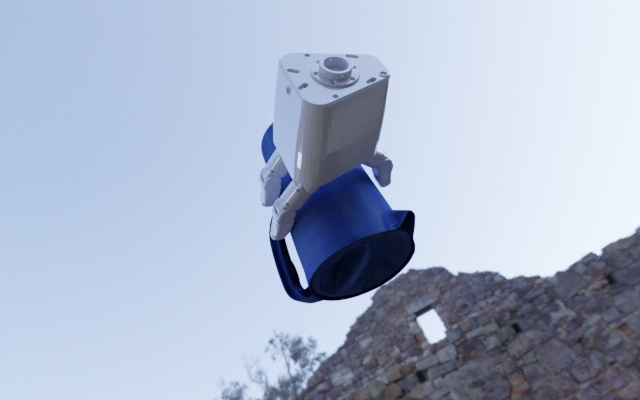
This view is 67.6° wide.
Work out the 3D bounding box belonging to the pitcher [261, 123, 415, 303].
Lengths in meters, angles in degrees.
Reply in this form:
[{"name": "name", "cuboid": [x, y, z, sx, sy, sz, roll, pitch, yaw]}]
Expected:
[{"name": "pitcher", "cuboid": [0.000, 0.002, 0.615, 0.149, 0.242, 0.145, -15, -38, -16]}]
